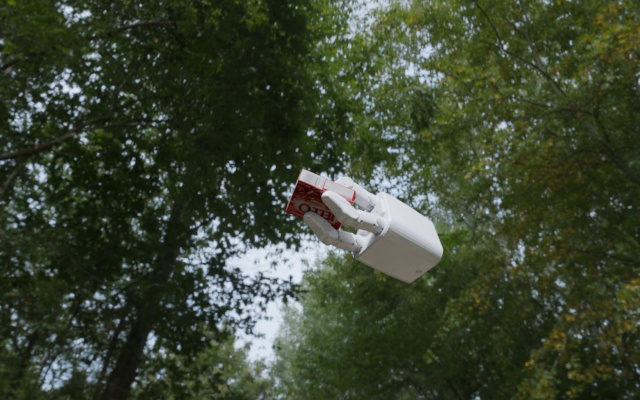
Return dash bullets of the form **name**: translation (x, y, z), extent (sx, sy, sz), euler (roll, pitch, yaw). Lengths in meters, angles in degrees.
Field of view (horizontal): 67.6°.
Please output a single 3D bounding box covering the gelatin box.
- **gelatin box**: translation (0.000, 0.002, 0.721), extent (0.089, 0.073, 0.030), euler (22, 44, -3)
